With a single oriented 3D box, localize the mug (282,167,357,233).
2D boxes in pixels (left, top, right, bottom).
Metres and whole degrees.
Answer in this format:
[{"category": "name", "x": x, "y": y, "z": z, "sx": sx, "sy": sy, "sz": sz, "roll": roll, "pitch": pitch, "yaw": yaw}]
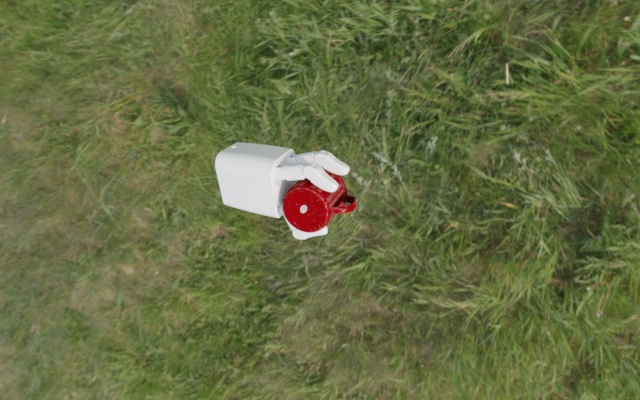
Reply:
[{"category": "mug", "x": 0.001, "y": 0.003, "z": 0.776, "sx": 0.117, "sy": 0.093, "sz": 0.081, "roll": 10, "pitch": 27, "yaw": 17}]
